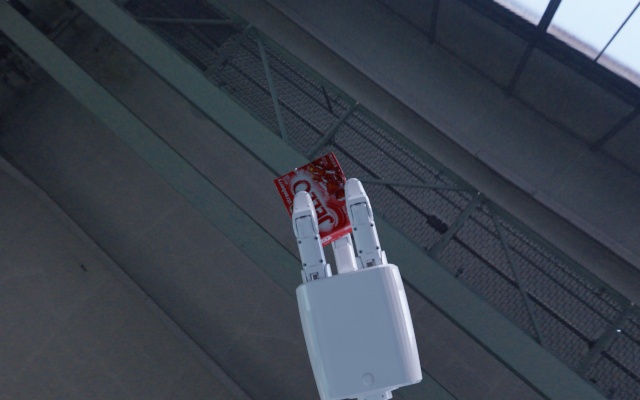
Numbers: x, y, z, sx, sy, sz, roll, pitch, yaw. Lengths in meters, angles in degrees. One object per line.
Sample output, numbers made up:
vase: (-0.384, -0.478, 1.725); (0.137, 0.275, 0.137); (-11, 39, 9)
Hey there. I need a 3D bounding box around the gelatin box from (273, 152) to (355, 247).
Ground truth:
gelatin box: (0.000, 0.002, 0.517); (0.073, 0.089, 0.030); (-26, -25, -1)
